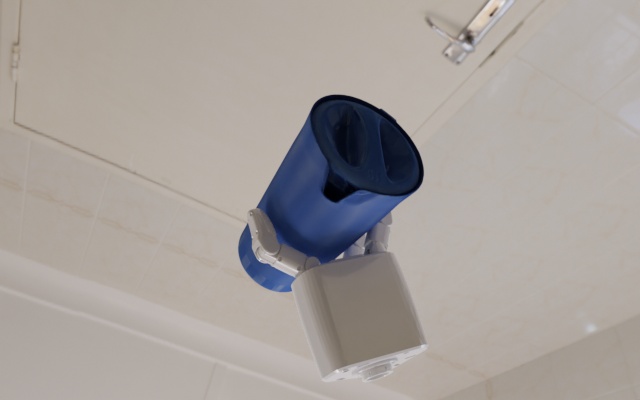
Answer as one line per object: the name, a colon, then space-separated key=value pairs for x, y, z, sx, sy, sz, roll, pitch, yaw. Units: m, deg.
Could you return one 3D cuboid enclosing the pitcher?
pitcher: x=0.000 y=0.002 z=0.558 sx=0.149 sy=0.145 sz=0.243 roll=2 pitch=-35 yaw=-34
